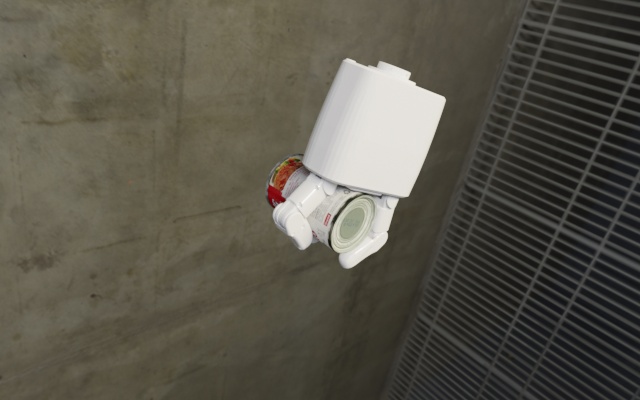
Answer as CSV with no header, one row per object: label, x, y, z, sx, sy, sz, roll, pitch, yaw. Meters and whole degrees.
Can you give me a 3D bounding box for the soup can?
soup can,0.000,0.002,0.496,0.102,0.068,0.068,33,21,37
